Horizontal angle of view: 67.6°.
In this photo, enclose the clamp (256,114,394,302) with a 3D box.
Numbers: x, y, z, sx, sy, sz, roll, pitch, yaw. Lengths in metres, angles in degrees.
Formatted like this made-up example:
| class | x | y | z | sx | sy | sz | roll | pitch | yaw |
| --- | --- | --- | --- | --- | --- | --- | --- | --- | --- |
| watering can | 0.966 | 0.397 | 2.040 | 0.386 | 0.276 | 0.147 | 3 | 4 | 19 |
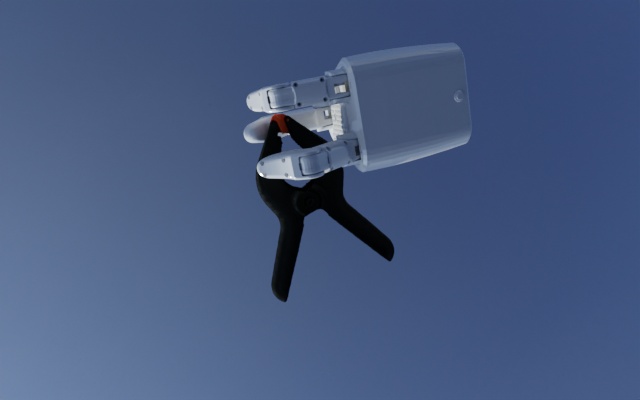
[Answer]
| class | x | y | z | sx | sy | sz | roll | pitch | yaw |
| --- | --- | --- | --- | --- | --- | --- | --- | --- | --- |
| clamp | 0.000 | 0.001 | 0.437 | 0.120 | 0.171 | 0.039 | -13 | 14 | -12 |
